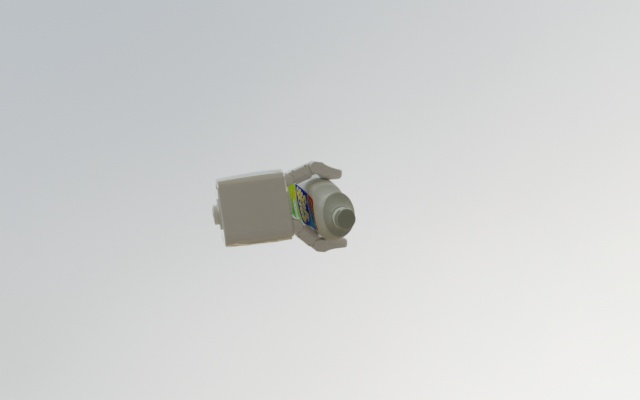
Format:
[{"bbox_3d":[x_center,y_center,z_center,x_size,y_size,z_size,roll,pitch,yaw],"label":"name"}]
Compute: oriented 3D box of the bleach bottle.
[{"bbox_3d":[0.000,0.003,0.783,0.068,0.102,0.251,-8,9,-16],"label":"bleach bottle"}]
